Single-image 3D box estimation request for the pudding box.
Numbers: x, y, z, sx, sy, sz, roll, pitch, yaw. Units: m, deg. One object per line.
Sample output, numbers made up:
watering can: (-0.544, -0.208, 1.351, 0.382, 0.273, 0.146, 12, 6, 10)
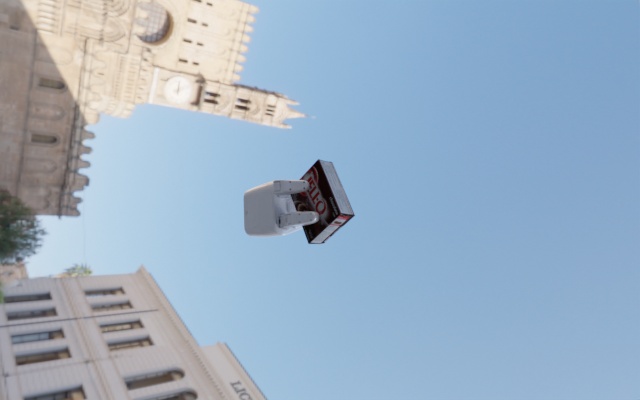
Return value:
pudding box: (0.000, 0.003, 0.792, 0.039, 0.113, 0.090, 3, -37, -41)
